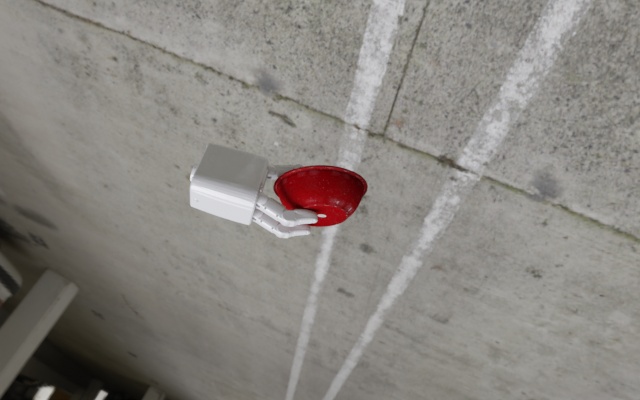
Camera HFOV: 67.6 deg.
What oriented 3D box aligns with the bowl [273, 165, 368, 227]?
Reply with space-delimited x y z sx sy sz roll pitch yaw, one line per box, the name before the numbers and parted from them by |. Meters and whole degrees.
bowl | 0.001 0.003 0.807 0.162 0.055 0.162 0 -25 0
